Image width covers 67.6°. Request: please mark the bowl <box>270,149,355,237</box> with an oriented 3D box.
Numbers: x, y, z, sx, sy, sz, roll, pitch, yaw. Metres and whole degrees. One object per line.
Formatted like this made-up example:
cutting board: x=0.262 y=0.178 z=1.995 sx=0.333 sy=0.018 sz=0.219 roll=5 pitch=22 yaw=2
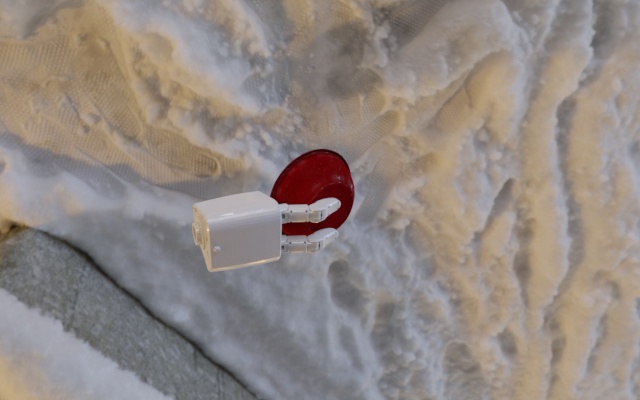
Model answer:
bowl: x=0.001 y=0.002 z=0.760 sx=0.162 sy=0.162 sz=0.055 roll=0 pitch=25 yaw=-39
